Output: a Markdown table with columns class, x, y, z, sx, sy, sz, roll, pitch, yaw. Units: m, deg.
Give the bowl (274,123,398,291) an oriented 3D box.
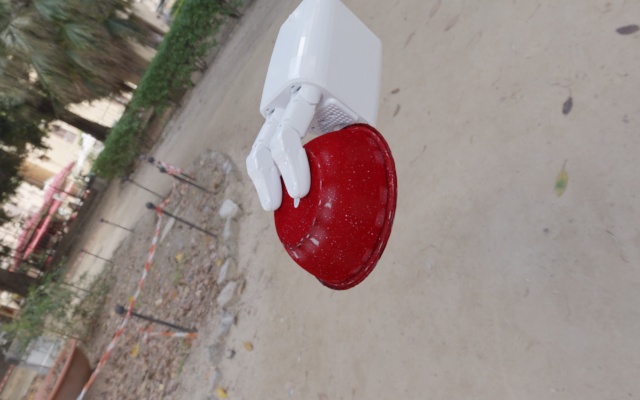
| class | x | y | z | sx | sy | sz | roll | pitch | yaw |
| --- | --- | --- | --- | --- | --- | --- | --- | --- | --- |
| bowl | 0.000 | 0.003 | 0.445 | 0.055 | 0.162 | 0.162 | 9 | -5 | -30 |
